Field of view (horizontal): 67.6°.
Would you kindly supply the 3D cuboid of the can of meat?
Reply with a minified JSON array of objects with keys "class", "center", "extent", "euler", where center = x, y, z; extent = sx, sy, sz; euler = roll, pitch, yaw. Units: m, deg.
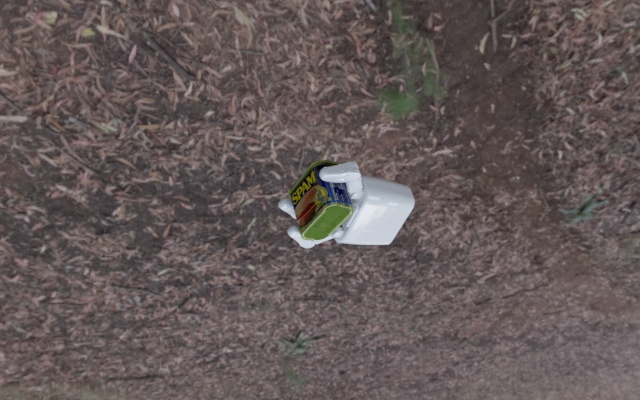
[{"class":"can of meat","center":[0.000,0.003,0.737],"extent":[0.057,0.084,0.102],"euler":[10,-41,-34]}]
